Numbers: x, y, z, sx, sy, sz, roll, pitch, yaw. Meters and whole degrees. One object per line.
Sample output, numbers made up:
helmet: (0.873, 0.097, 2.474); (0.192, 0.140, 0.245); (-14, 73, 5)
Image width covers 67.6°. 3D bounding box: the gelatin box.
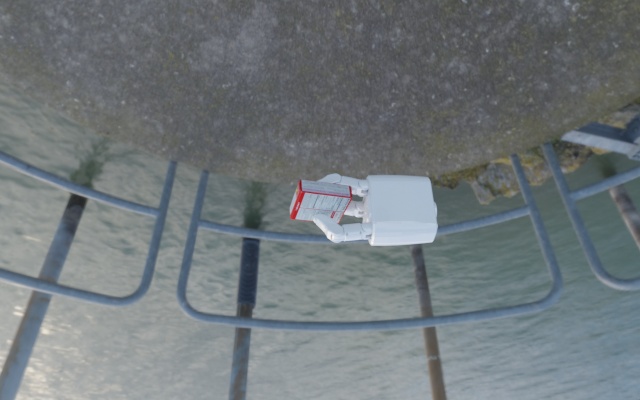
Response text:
gelatin box: (0.000, 0.003, 0.787); (0.089, 0.030, 0.073); (6, -40, -15)
